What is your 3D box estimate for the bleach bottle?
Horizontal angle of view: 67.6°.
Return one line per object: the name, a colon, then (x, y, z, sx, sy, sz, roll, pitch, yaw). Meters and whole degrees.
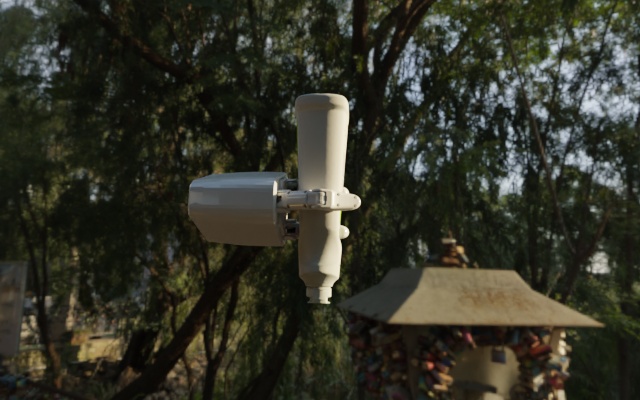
bleach bottle: (0.000, 0.002, 0.603, 0.068, 0.250, 0.102, 1, -9, 4)
